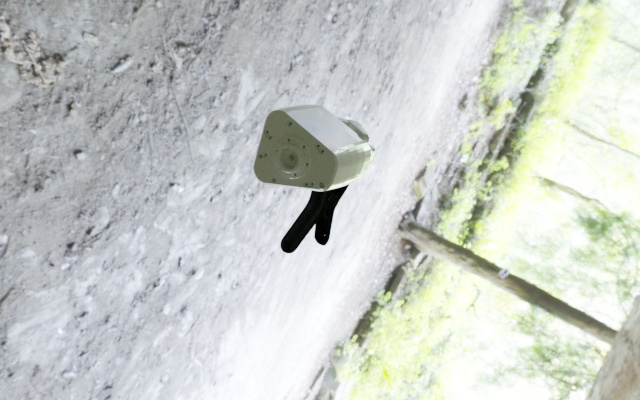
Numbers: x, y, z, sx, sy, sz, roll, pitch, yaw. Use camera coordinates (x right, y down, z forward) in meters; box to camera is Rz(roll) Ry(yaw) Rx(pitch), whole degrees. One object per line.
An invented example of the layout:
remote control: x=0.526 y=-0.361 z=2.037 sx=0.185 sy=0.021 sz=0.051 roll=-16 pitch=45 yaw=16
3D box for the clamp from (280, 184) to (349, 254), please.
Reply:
clamp: x=0.001 y=0.002 z=0.683 sx=0.039 sy=0.171 sz=0.120 roll=25 pitch=21 yaw=19
